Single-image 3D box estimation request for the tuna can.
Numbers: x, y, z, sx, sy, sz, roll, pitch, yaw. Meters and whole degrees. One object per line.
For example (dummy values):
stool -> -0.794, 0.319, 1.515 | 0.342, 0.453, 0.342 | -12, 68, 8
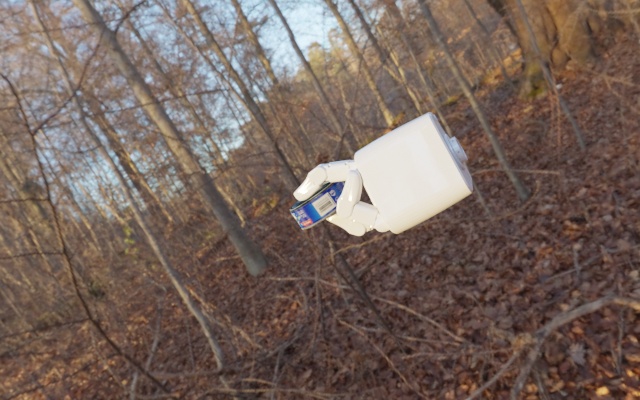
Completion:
tuna can -> 0.000, 0.002, 0.660 | 0.086, 0.034, 0.086 | -35, 8, 5
